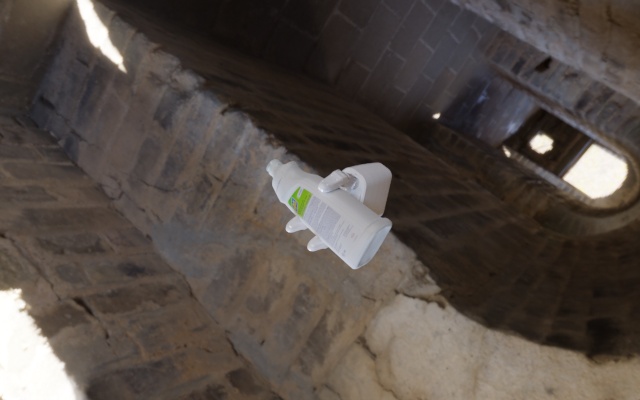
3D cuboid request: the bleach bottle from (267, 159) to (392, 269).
[{"bbox_3d":[0.000,0.003,0.836,0.250,0.103,0.068,41,34,23],"label":"bleach bottle"}]
